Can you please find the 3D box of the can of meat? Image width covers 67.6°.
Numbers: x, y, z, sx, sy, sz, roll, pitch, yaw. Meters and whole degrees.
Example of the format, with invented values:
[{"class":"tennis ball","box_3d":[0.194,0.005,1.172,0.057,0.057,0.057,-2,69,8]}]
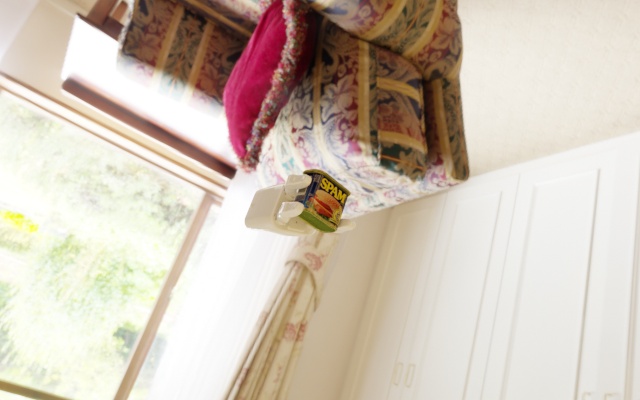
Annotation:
[{"class":"can of meat","box_3d":[0.000,0.003,0.890,0.057,0.084,0.102,-4,-31,46]}]
